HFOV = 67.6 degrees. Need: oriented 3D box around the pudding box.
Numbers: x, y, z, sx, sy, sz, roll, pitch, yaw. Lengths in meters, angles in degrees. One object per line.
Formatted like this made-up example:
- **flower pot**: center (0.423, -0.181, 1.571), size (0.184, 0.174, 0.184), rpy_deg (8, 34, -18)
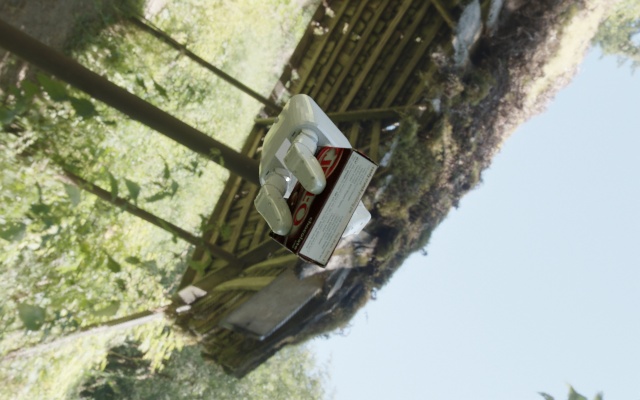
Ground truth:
- **pudding box**: center (0.000, 0.002, 0.474), size (0.039, 0.113, 0.090), rpy_deg (27, -3, -22)
